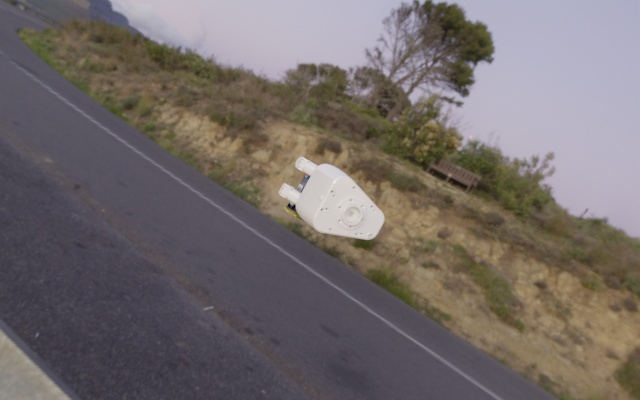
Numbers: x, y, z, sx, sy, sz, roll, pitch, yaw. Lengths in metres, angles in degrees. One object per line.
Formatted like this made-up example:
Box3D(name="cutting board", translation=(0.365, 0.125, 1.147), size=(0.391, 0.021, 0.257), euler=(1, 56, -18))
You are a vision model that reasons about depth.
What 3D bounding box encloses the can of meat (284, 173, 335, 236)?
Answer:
Box3D(name="can of meat", translation=(0.000, 0.003, 0.856), size=(0.102, 0.084, 0.057), euler=(28, 4, -15))
